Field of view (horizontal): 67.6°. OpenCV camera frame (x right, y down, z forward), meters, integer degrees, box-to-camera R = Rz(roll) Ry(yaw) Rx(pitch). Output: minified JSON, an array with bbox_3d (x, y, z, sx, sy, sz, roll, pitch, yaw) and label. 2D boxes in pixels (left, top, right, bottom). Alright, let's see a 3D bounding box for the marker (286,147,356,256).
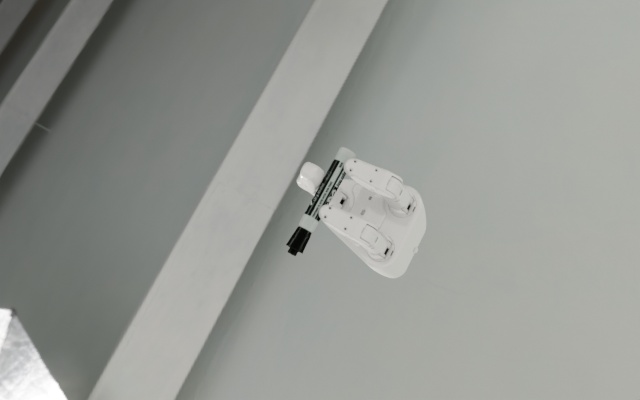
[{"bbox_3d":[0.000,0.002,0.486,0.020,0.121,0.020,28,-8,4],"label":"marker"}]
